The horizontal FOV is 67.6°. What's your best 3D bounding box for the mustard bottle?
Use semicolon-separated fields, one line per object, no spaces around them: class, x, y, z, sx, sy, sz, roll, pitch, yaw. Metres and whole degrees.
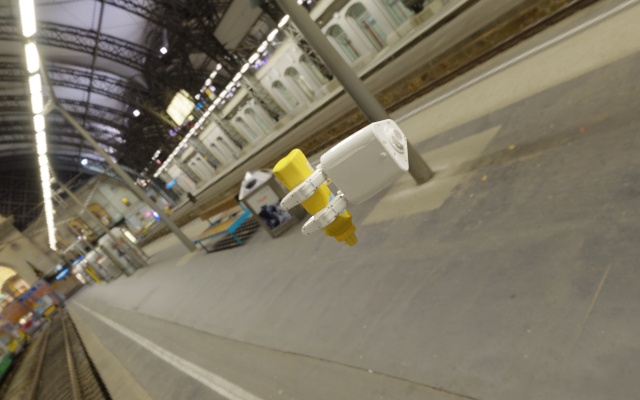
mustard bottle;0.000;0.003;0.819;0.058;0.192;0.096;-38;12;8
